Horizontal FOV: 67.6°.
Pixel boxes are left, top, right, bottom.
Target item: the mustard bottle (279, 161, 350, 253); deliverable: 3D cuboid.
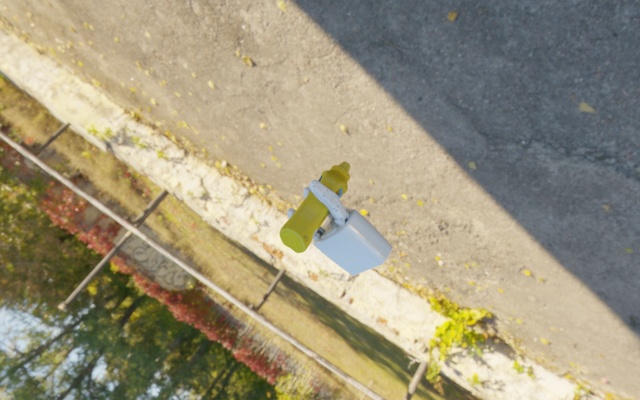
[{"bbox_3d":[0.000,0.003,0.878,0.058,0.191,0.096,32,-23,8],"label":"mustard bottle"}]
